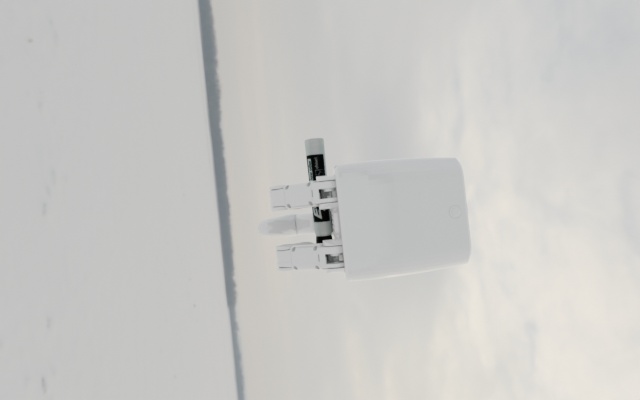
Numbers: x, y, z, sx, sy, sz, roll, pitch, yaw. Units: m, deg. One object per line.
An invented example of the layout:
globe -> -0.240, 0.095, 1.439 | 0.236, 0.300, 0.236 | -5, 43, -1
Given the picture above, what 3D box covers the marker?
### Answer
marker -> 0.000, 0.002, 0.457 | 0.020, 0.121, 0.020 | -6, 0, 0
